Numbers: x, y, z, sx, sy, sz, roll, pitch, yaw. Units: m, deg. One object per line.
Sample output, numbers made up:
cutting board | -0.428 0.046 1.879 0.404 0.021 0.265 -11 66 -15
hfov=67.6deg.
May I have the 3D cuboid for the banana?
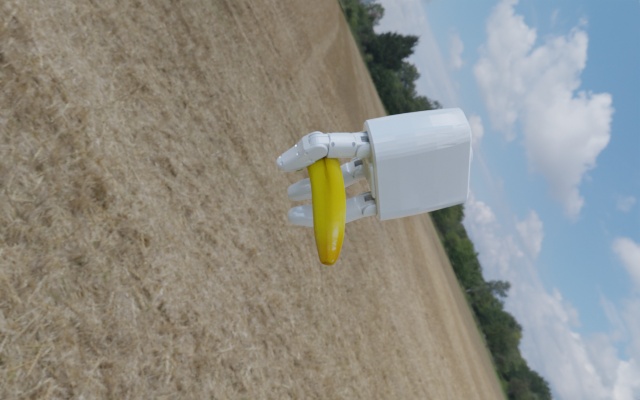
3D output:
banana | 0.002 -0.016 0.521 0.037 0.070 0.197 2 33 -12
